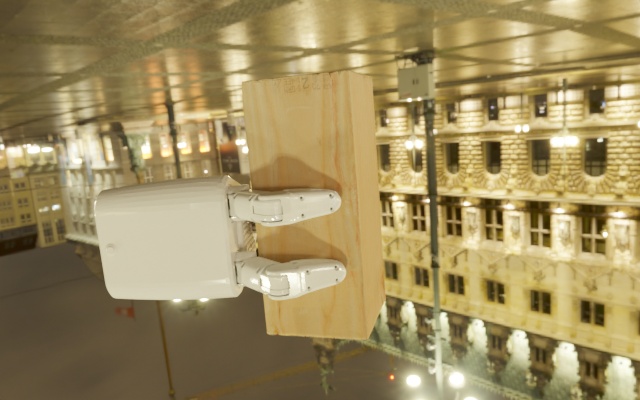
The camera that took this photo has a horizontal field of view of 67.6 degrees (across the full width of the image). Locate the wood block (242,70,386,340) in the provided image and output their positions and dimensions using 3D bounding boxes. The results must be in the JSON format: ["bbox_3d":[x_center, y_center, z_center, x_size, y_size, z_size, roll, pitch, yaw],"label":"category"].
[{"bbox_3d":[0.000,0.001,0.410,0.090,0.206,0.091,-2,10,17],"label":"wood block"}]
